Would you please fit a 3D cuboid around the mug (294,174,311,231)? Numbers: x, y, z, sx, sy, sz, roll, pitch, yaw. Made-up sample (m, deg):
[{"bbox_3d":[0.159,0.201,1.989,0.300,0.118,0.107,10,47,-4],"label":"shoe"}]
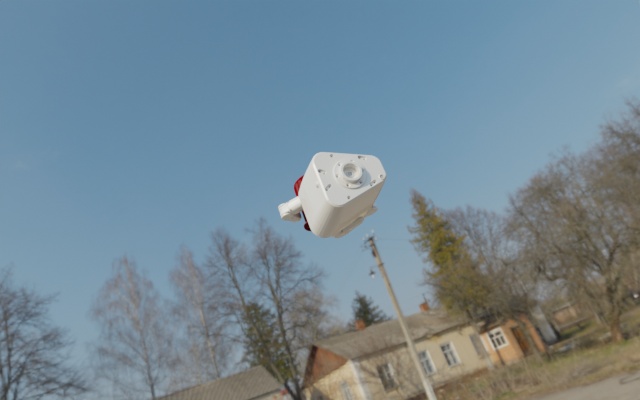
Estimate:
[{"bbox_3d":[0.000,0.003,0.843,0.093,0.081,0.117,-12,-23,-20],"label":"mug"}]
